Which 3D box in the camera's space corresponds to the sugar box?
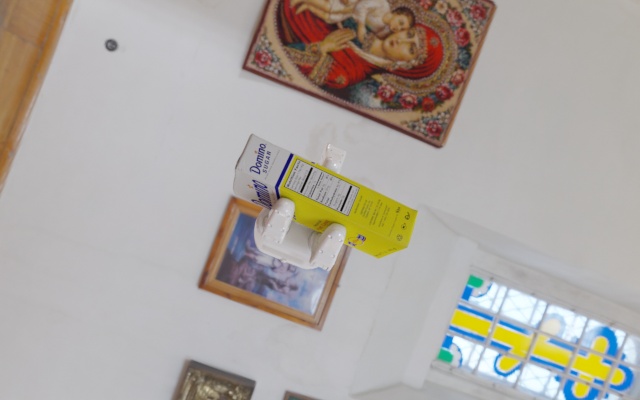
[{"bbox_3d":[0.000,0.002,0.481,0.176,0.048,0.093,22,-17,-5],"label":"sugar box"}]
